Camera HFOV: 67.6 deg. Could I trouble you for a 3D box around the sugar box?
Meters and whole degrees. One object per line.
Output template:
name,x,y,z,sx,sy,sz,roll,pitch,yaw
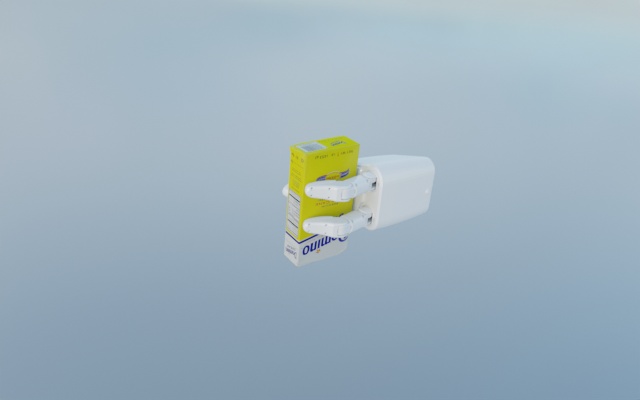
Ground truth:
sugar box,0.001,0.002,0.676,0.093,0.176,0.048,-14,31,-32
